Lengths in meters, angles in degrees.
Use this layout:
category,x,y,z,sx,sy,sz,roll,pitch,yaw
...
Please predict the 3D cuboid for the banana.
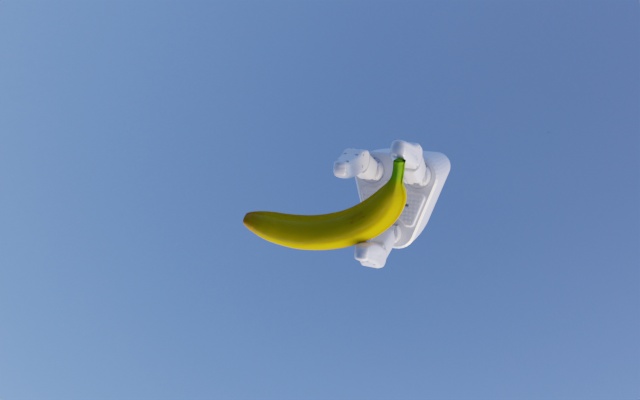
category,x,y,z,sx,sy,sz,roll,pitch,yaw
banana,0.010,0.018,0.492,0.198,0.069,0.037,-20,4,27
